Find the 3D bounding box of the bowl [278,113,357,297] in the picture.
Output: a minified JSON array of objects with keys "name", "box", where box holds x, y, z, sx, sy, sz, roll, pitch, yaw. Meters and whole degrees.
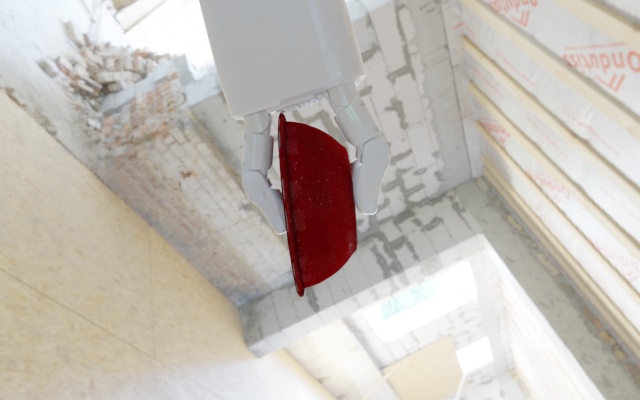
[{"name":"bowl","box":[0.001,0.003,0.423,0.055,0.162,0.162,-6,0,0]}]
